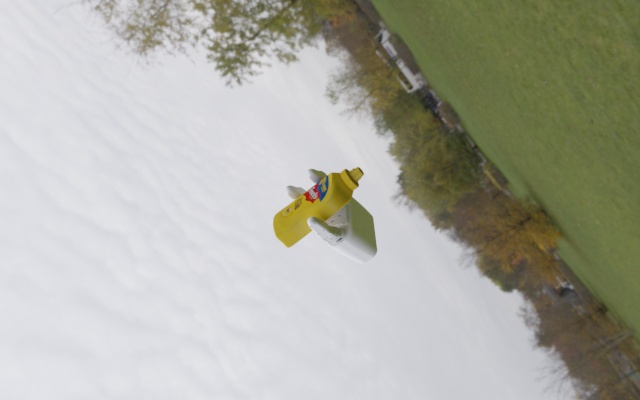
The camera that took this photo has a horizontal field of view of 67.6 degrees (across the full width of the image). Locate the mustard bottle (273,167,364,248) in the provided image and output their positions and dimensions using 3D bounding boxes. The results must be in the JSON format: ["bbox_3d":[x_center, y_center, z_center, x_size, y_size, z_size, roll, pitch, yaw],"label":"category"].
[{"bbox_3d":[0.000,0.003,0.875,0.192,0.058,0.096,-37,22,17],"label":"mustard bottle"}]
